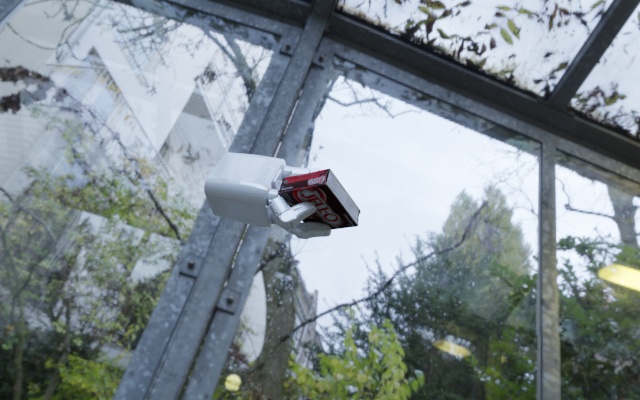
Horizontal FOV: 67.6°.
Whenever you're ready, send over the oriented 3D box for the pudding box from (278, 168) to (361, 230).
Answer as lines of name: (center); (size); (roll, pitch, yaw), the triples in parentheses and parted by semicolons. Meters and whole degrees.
pudding box: (0.000, 0.002, 0.767); (0.090, 0.039, 0.113); (-9, -40, 32)
